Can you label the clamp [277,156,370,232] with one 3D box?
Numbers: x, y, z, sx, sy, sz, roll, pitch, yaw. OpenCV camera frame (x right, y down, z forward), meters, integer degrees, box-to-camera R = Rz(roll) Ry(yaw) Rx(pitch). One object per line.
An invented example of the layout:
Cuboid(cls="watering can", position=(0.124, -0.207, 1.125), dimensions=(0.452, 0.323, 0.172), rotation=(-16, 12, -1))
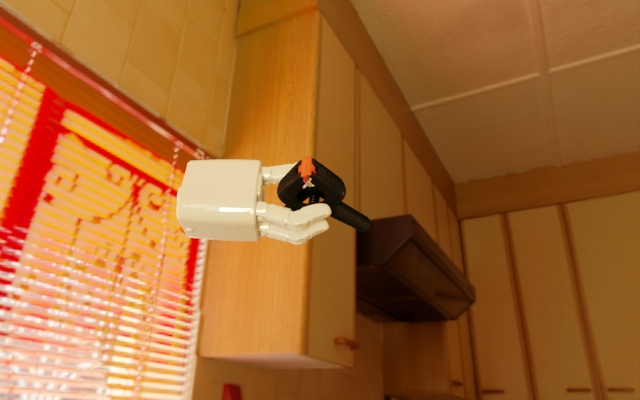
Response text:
Cuboid(cls="clamp", position=(0.000, 0.001, 0.687), dimensions=(0.164, 0.036, 0.210), rotation=(1, -26, -2))
